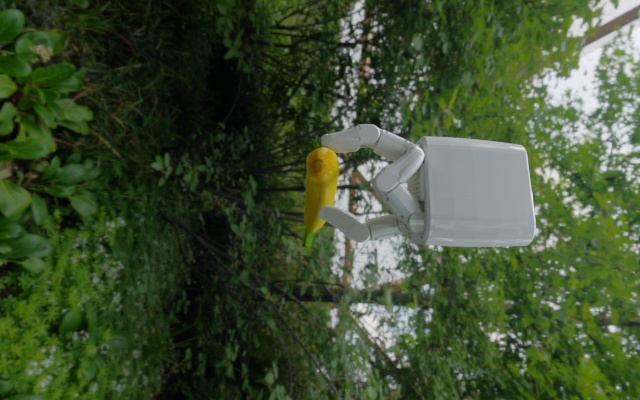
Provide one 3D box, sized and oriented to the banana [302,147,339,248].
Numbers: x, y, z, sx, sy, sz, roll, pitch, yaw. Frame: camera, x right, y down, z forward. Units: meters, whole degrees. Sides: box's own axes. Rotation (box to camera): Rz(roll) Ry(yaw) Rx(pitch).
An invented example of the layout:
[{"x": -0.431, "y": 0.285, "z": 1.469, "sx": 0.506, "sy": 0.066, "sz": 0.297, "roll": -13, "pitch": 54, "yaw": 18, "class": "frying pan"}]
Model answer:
[{"x": 0.001, "y": -0.013, "z": 0.539, "sx": 0.037, "sy": 0.069, "sz": 0.198, "roll": 4, "pitch": -29, "yaw": -1, "class": "banana"}]
